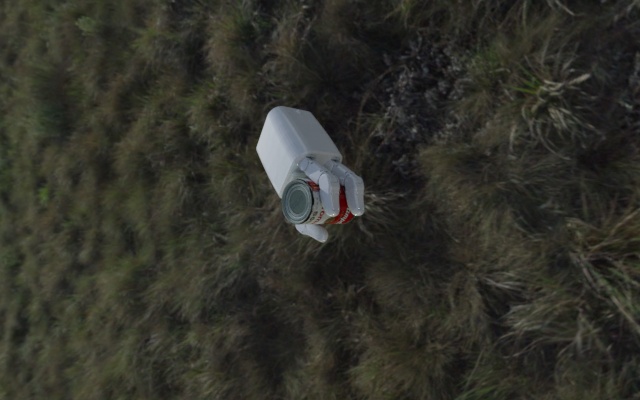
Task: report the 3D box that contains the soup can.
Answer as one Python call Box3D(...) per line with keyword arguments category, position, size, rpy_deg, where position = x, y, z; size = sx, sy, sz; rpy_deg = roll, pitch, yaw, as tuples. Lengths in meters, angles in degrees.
Box3D(category="soup can", position=(0.000, 0.003, 0.723), size=(0.068, 0.068, 0.102), rpy_deg=(0, -1, 44))
